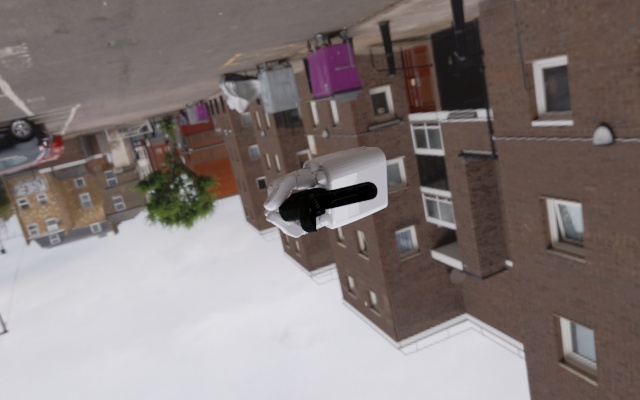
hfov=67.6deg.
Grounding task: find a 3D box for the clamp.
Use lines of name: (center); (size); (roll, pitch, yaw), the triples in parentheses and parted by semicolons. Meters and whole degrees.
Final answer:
clamp: (0.000, 0.003, 0.676); (0.120, 0.039, 0.171); (-20, 15, -21)
